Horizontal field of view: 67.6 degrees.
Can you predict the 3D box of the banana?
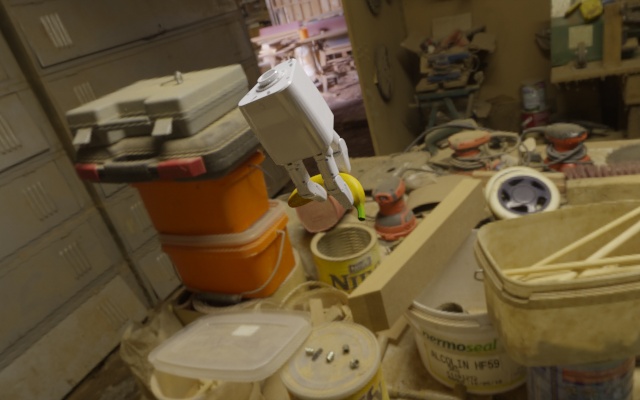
[{"bbox_3d":[0.010,-0.014,0.778,0.037,0.069,0.198,34,-15,-33],"label":"banana"}]
